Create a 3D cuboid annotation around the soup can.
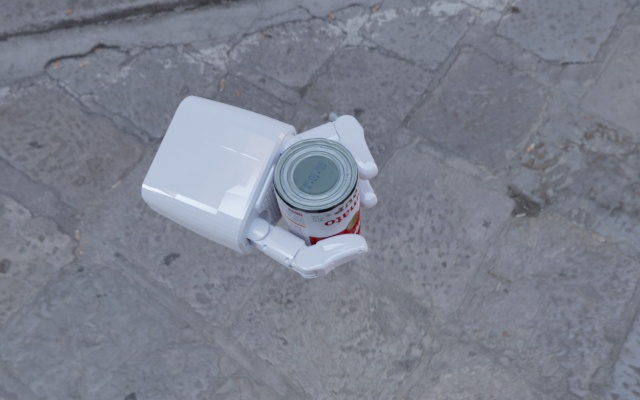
[{"bbox_3d":[0.000,0.001,0.407,0.068,0.068,0.102,0,-27,5],"label":"soup can"}]
